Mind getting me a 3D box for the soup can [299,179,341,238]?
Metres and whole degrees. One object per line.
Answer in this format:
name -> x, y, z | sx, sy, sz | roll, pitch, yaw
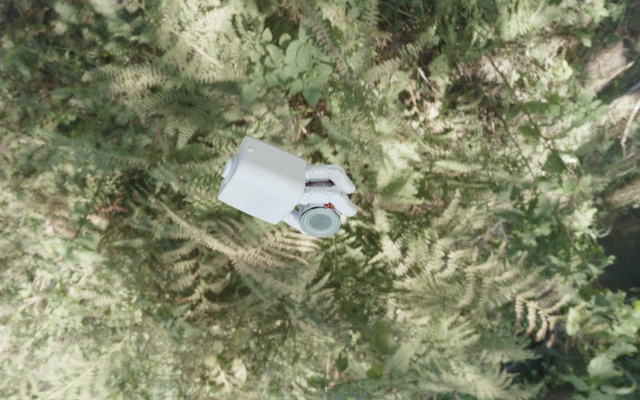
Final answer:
soup can -> 0.000, 0.003, 0.790 | 0.068, 0.069, 0.102 | 0, 41, 1
